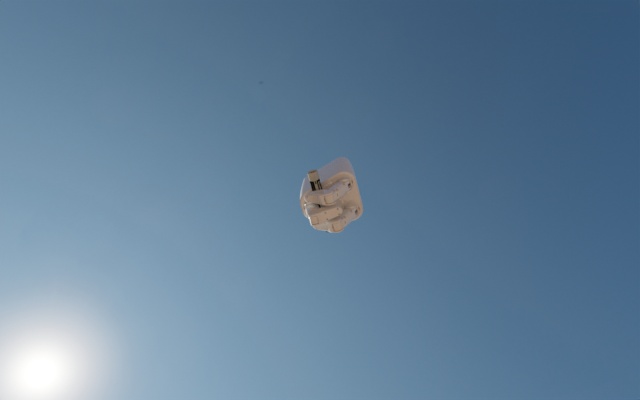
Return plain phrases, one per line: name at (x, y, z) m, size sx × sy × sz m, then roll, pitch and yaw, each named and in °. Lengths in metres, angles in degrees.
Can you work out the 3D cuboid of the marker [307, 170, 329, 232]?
marker at (0.000, 0.003, 0.864) m, size 0.020 × 0.121 × 0.020 m, roll -13°, pitch 22°, yaw 5°
